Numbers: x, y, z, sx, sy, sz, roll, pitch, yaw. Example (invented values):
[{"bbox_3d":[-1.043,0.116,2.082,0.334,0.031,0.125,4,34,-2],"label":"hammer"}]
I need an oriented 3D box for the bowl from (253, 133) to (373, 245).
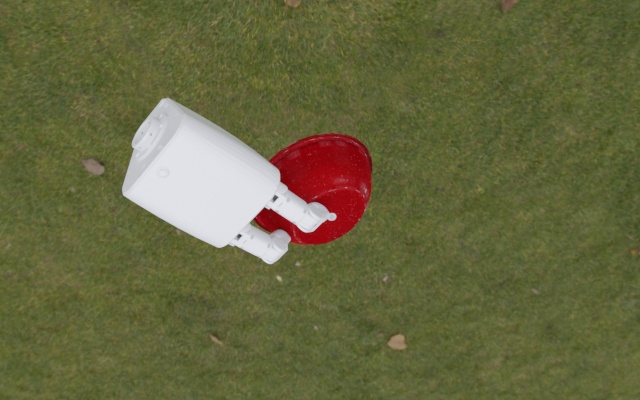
[{"bbox_3d":[0.001,0.002,0.561,0.162,0.162,0.055,0,42,-33],"label":"bowl"}]
